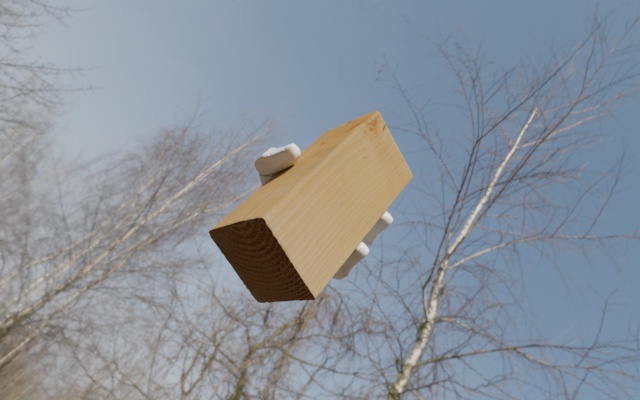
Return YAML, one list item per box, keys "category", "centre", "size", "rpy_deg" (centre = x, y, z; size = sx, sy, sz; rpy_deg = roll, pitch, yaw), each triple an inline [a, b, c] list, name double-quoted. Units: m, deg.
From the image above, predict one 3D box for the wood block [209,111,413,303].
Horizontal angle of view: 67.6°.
- category: "wood block"
  centre: [0.000, 0.001, 0.494]
  size: [0.090, 0.091, 0.206]
  rpy_deg: [-15, 23, 45]
